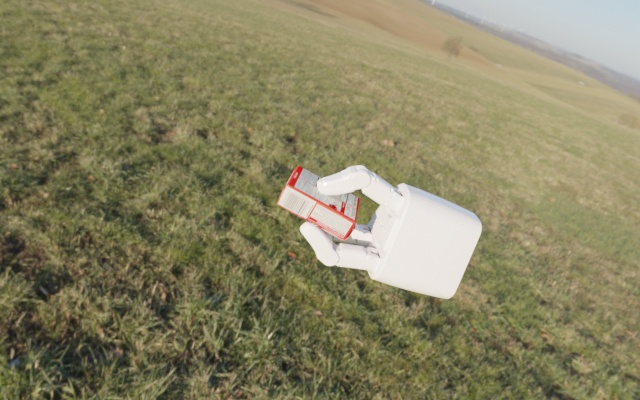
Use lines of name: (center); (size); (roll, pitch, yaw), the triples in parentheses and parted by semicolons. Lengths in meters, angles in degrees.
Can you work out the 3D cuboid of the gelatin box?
gelatin box: (0.000, 0.001, 0.552); (0.089, 0.030, 0.073); (29, 23, -5)
